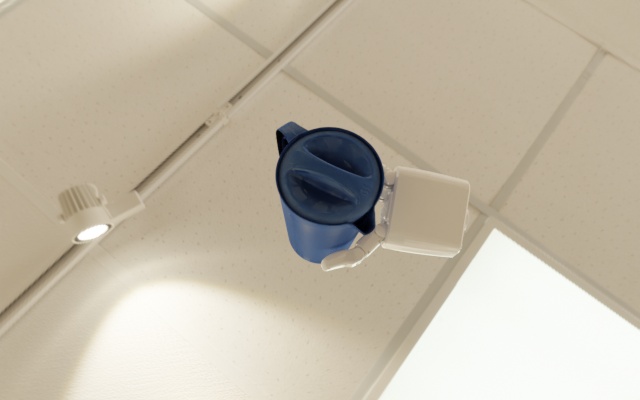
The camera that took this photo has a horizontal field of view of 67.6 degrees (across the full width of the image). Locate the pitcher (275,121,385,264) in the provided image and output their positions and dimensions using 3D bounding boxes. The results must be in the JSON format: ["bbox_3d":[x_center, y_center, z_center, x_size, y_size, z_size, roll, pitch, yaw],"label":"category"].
[{"bbox_3d":[0.000,0.002,0.686,0.145,0.149,0.243,8,-22,0],"label":"pitcher"}]
